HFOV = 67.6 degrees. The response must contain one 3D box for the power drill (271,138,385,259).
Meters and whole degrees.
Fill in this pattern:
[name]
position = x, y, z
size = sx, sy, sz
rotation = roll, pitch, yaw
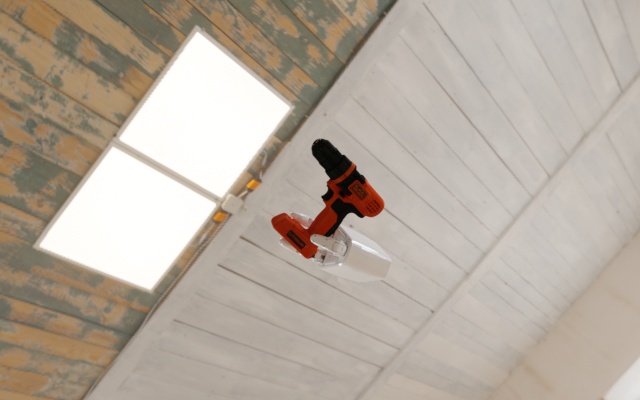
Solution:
[power drill]
position = 0.000, 0.003, 0.885
size = 0.187, 0.184, 0.057
rotation = -41, 16, 8
